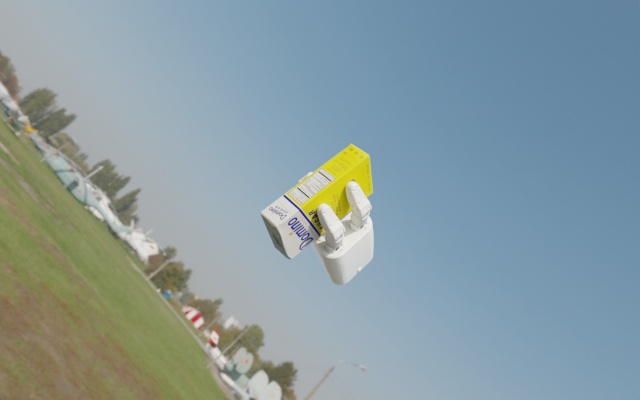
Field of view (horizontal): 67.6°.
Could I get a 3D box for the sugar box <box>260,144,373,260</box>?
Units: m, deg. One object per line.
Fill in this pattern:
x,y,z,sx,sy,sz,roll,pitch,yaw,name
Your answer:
0.001,0.003,0.709,0.048,0.176,0.093,37,-22,32,sugar box
